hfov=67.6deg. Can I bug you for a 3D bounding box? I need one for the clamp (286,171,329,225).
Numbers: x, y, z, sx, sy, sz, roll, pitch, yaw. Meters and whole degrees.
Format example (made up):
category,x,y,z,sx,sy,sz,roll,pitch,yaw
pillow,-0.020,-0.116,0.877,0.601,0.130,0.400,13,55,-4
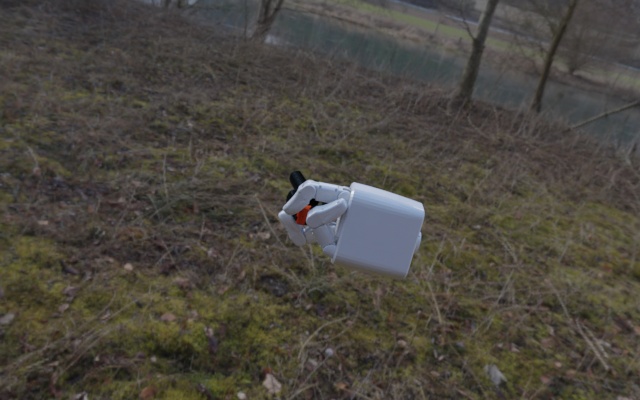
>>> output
category,x,y,z,sx,sy,sz,roll,pitch,yaw
clamp,0.000,0.002,0.760,0.120,0.039,0.171,15,23,-2
